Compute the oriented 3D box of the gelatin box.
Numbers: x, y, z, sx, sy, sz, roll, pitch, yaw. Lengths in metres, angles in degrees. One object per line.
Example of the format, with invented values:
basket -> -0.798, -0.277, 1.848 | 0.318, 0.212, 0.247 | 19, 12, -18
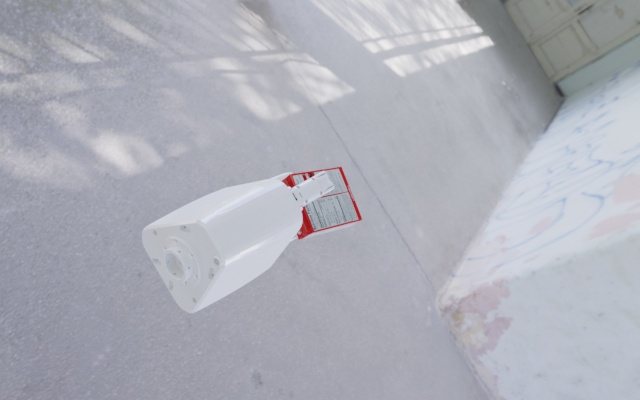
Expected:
gelatin box -> 0.001, 0.002, 0.569 | 0.089, 0.073, 0.030 | -12, -14, -43
